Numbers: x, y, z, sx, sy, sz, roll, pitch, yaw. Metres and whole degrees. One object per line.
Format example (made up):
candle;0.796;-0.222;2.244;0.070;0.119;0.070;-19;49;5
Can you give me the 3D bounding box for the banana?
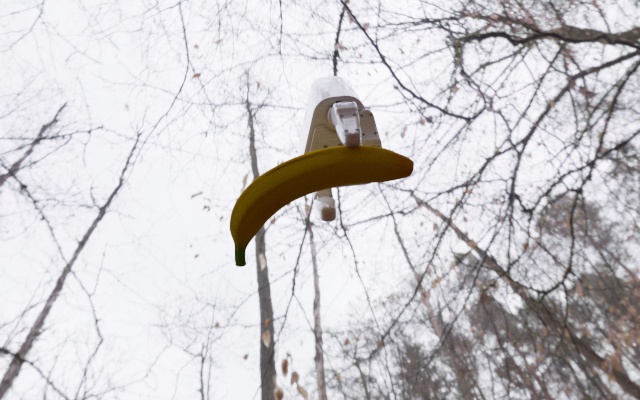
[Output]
banana;-0.012;-0.011;0.451;0.198;0.070;0.037;-28;27;8
